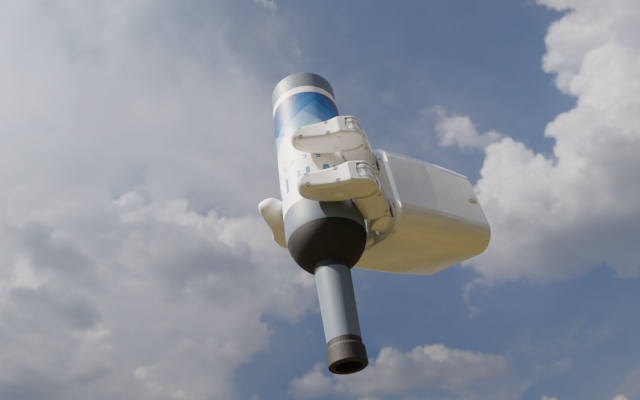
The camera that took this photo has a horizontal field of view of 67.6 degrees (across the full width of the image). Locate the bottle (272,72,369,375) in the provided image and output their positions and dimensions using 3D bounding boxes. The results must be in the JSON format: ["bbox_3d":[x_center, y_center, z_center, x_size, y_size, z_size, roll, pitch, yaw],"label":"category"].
[{"bbox_3d":[0.000,0.001,0.414,0.069,0.295,0.069,-6,-41,-5],"label":"bottle"}]
